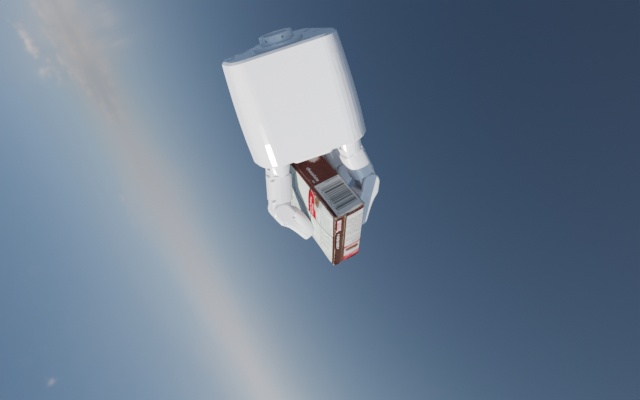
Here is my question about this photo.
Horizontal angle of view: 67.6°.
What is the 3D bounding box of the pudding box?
[{"bbox_3d":[0.000,0.002,0.525,0.039,0.113,0.090,-25,-35,-18],"label":"pudding box"}]
